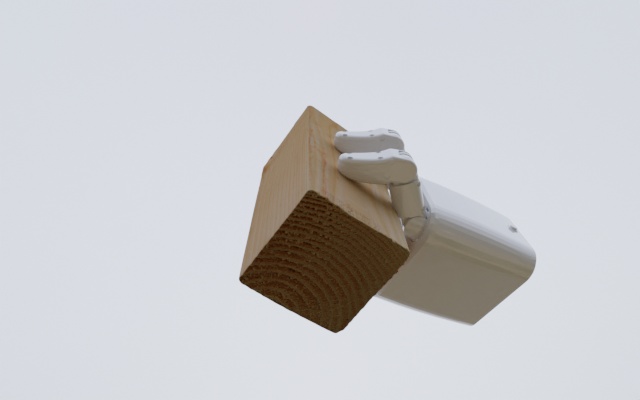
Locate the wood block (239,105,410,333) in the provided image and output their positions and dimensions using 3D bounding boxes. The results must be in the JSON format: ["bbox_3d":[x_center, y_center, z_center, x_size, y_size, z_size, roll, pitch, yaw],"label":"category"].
[{"bbox_3d":[0.000,0.002,0.422,0.090,0.091,0.206,32,21,-16],"label":"wood block"}]
